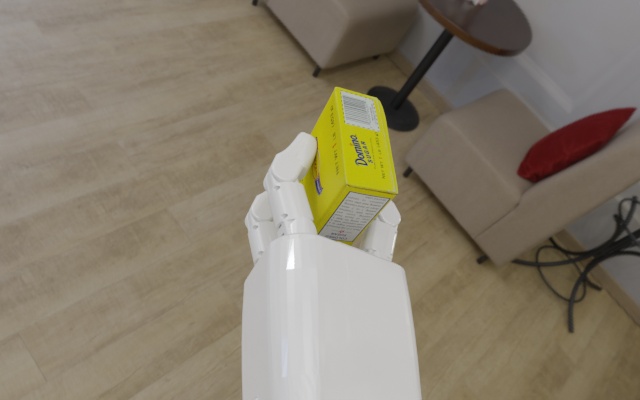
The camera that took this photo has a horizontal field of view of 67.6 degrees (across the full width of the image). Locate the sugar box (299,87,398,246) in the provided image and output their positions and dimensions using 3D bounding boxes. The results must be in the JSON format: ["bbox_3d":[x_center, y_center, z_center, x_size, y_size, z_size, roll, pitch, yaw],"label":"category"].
[{"bbox_3d":[0.000,0.001,0.402,0.048,0.093,0.176,11,-37,-21],"label":"sugar box"}]
